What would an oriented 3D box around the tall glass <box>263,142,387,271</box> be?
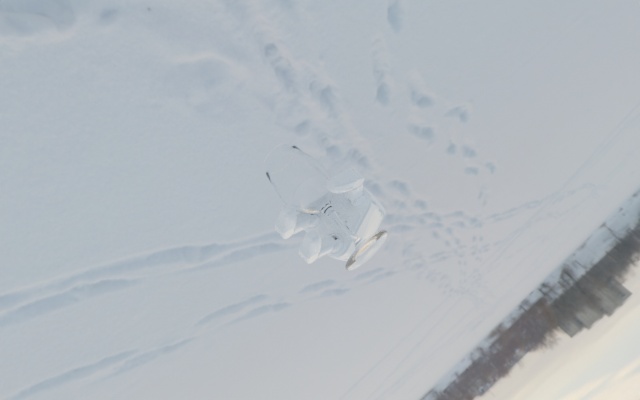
[{"bbox_3d":[0.001,0.003,0.680,0.201,0.079,0.079,46,23,24],"label":"tall glass"}]
